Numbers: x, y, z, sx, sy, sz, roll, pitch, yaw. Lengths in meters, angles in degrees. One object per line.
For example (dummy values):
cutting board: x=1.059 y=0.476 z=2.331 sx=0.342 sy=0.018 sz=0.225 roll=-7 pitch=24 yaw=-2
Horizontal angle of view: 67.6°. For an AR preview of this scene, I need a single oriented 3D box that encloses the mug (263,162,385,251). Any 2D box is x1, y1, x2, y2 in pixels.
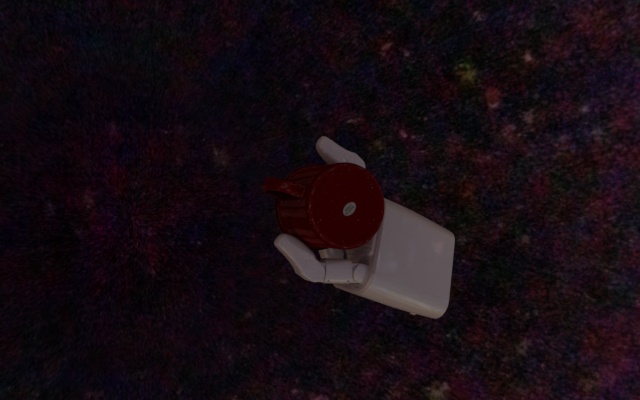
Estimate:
mug: x=-0.001 y=0.001 z=0.468 sx=0.117 sy=0.093 sz=0.081 roll=23 pitch=-10 yaw=-21
